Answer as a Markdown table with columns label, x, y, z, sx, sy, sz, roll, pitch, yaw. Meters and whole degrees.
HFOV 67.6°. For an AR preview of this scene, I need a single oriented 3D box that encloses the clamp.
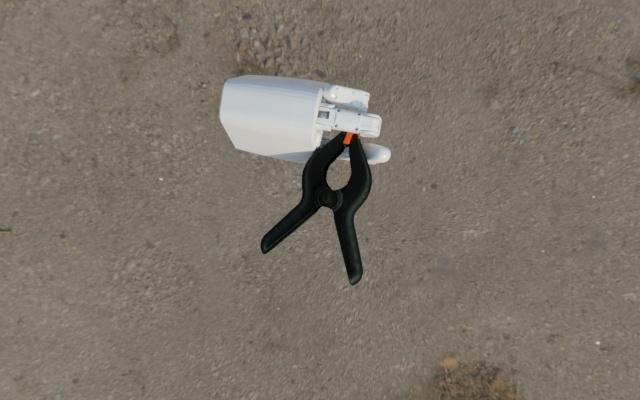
| label | x | y | z | sx | sy | sz | roll | pitch | yaw |
| --- | --- | --- | --- | --- | --- | --- | --- | --- | --- |
| clamp | 0.000 | 0.002 | 0.538 | 0.120 | 0.171 | 0.039 | 10 | -3 | 4 |
